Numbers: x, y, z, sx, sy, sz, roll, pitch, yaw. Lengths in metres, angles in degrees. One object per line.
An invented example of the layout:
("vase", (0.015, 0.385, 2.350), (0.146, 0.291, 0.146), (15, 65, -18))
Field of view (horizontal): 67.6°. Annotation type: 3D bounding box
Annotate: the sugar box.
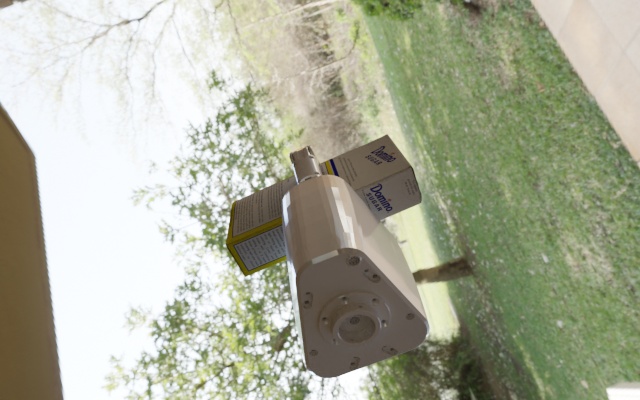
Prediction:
("sugar box", (0.000, 0.002, 0.457), (0.176, 0.048, 0.093), (-21, 27, 4))
